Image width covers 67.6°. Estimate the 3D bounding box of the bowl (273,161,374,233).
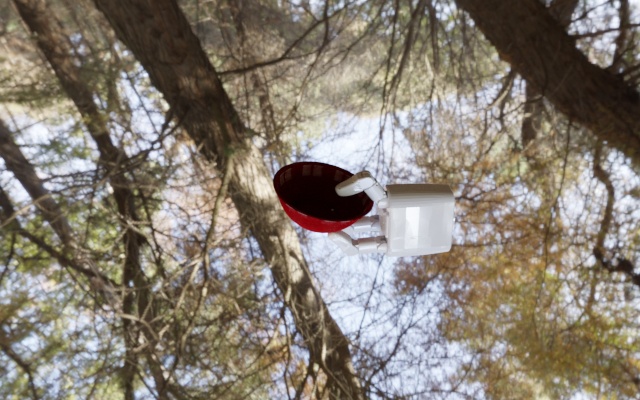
[{"bbox_3d":[-0.001,0.002,0.758,0.162,0.055,0.162,10,35,-7],"label":"bowl"}]
